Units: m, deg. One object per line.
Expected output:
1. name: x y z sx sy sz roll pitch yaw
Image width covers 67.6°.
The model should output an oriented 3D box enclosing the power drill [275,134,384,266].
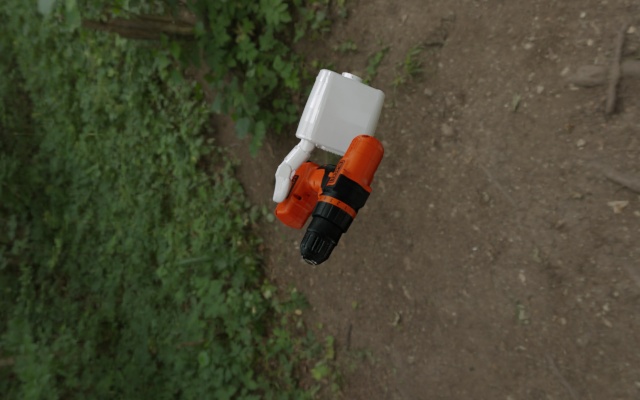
1. power drill: 0.000 0.002 0.671 0.057 0.184 0.187 35 -16 -20
